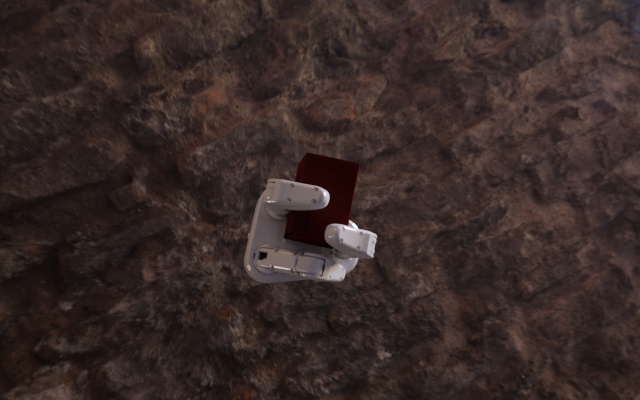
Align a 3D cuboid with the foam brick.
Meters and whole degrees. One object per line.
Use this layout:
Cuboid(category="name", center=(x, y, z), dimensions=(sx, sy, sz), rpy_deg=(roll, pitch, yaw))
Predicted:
Cuboid(category="foam brick", center=(0.000, 0.001, 0.450), dimensions=(0.053, 0.078, 0.051), rpy_deg=(14, -11, -9))
